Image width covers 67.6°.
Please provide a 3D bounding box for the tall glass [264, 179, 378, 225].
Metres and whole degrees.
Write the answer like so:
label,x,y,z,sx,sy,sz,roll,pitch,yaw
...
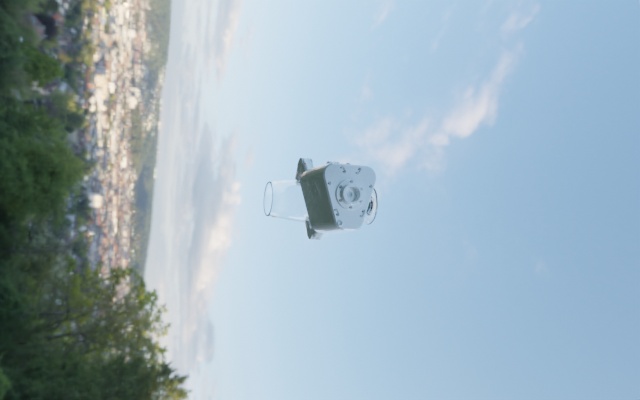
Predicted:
label,x,y,z,sx,sy,sz,roll,pitch,yaw
tall glass,0.001,0.003,0.878,0.201,0.079,0.079,4,-1,-20
